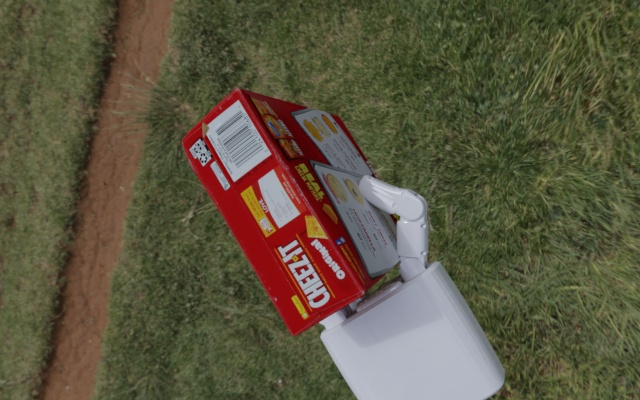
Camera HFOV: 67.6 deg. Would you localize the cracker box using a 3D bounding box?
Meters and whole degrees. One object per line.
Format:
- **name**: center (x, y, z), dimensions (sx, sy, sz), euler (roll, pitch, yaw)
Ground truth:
- **cracker box**: center (0.000, 0.001, 0.417), dimensions (0.072, 0.164, 0.213), euler (-35, -9, 20)
